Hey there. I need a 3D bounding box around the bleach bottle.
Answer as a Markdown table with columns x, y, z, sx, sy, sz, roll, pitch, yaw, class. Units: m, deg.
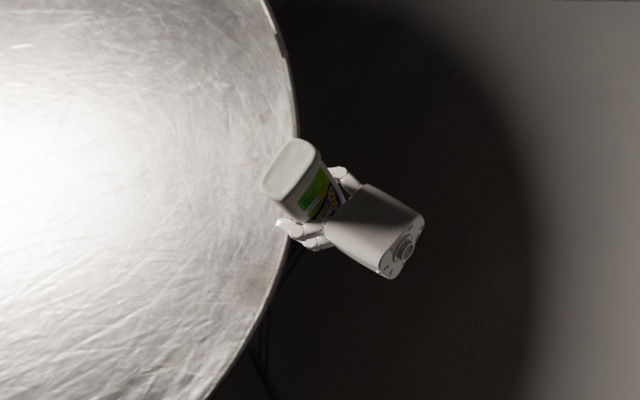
| x | y | z | sx | sy | sz | roll | pitch | yaw | class |
| --- | --- | --- | --- | --- | --- | --- | --- | --- | --- |
| 0.000 | 0.003 | 0.790 | 0.068 | 0.102 | 0.251 | 30 | -8 | 32 | bleach bottle |
